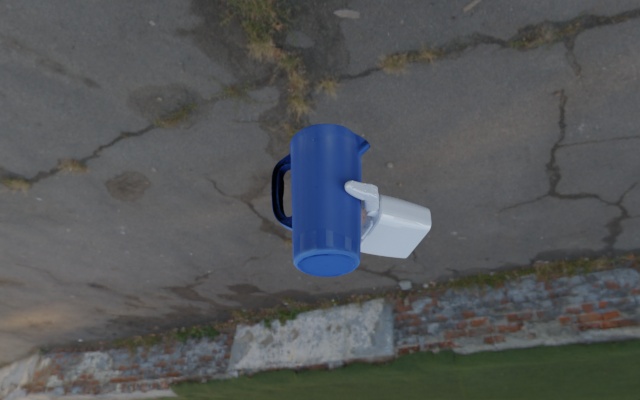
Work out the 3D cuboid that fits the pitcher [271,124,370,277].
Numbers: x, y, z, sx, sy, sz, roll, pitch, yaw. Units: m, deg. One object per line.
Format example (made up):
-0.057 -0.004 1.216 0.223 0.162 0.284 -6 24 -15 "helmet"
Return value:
0.000 0.003 0.819 0.145 0.242 0.149 12 -32 -19 "pitcher"
